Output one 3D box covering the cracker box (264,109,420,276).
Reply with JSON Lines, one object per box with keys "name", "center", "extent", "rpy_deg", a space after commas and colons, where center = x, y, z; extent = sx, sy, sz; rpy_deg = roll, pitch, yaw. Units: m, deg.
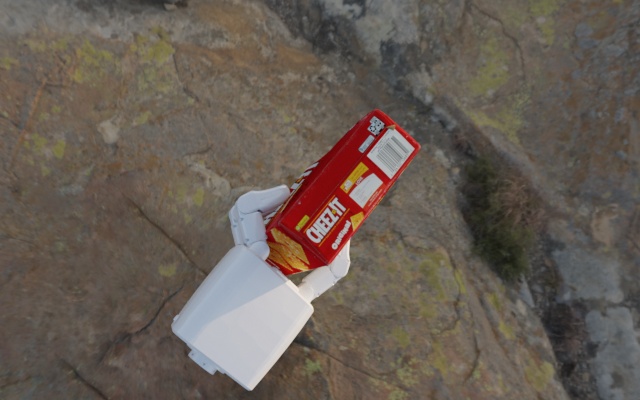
{"name": "cracker box", "center": [0.000, 0.002, 0.556], "extent": [0.072, 0.164, 0.214], "rpy_deg": [42, -20, -6]}
